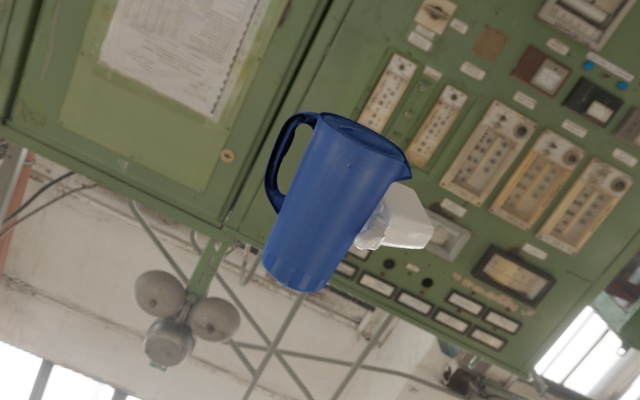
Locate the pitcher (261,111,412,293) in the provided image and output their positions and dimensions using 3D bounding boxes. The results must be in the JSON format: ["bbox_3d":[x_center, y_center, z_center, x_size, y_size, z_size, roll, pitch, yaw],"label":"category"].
[{"bbox_3d":[0.000,0.002,0.679,0.145,0.243,0.149,11,26,-39],"label":"pitcher"}]
